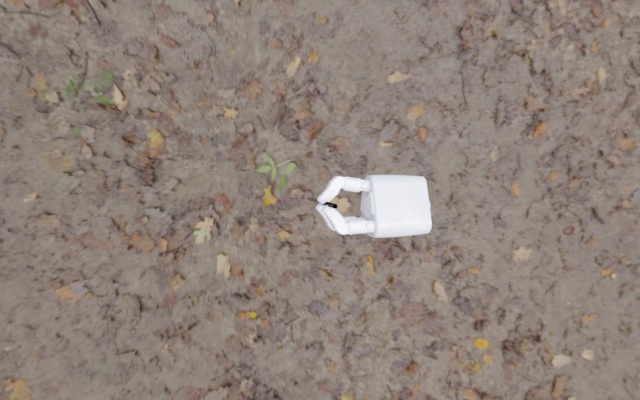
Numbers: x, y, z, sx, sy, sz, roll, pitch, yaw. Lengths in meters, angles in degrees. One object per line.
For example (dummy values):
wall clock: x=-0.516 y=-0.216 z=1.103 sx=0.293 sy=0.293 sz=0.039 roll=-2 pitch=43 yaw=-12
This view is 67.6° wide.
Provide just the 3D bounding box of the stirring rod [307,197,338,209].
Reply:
stirring rod: x=0.000 y=0.003 z=0.898 sx=0.011 sy=0.011 sz=0.239 roll=0 pitch=3 yaw=-12
